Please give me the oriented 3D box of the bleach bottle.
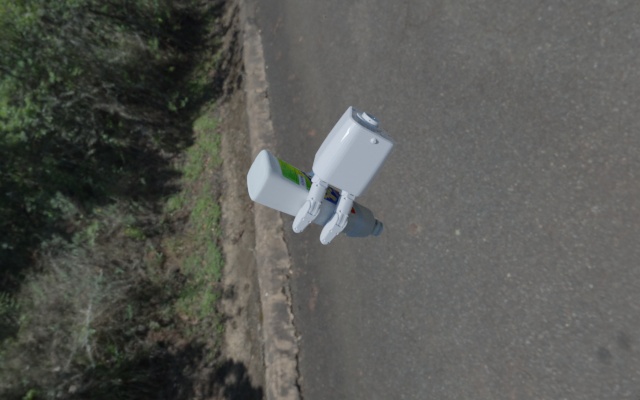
[{"bbox_3d":[0.000,0.003,0.829,0.251,0.068,0.102,23,24,-25],"label":"bleach bottle"}]
